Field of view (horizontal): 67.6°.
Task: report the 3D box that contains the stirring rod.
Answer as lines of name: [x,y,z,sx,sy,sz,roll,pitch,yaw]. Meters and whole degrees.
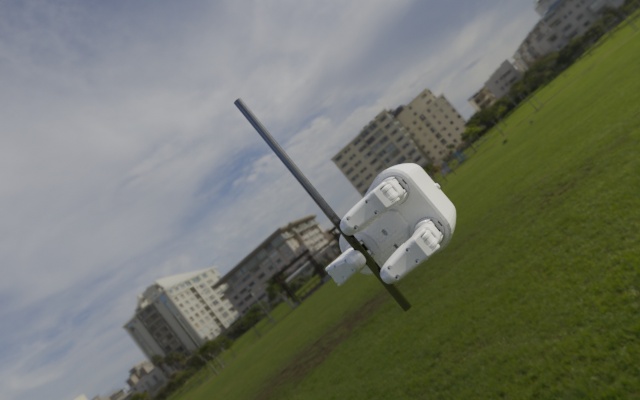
stirring rod: [0.000,0.001,0.425,0.011,0.239,0.011,-39,-5,-4]
